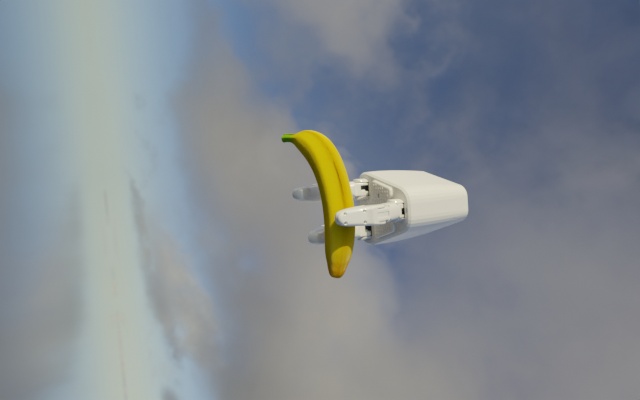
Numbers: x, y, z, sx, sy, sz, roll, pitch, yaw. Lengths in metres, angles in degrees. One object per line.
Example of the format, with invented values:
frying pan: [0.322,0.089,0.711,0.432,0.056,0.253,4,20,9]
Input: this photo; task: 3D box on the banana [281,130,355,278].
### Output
banana: [0.008,-0.009,0.573,0.037,0.197,0.070,-6,-21,-36]
